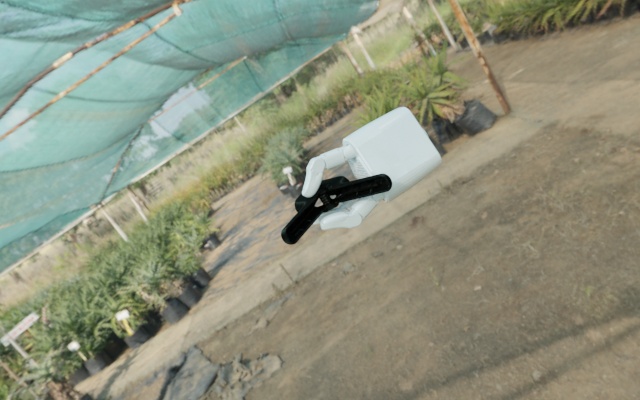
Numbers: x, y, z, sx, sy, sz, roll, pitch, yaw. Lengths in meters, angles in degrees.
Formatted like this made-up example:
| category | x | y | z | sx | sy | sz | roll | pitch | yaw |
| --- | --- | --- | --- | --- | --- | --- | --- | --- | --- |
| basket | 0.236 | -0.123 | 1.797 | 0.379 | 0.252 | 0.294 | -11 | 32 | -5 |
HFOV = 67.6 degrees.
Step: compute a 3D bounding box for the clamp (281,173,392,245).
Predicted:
| category | x | y | z | sx | sy | sz | roll | pitch | yaw |
| --- | --- | --- | --- | --- | --- | --- | --- | --- | --- |
| clamp | 0.000 | 0.001 | 0.715 | 0.164 | 0.036 | 0.210 | -30 | 13 | -10 |
